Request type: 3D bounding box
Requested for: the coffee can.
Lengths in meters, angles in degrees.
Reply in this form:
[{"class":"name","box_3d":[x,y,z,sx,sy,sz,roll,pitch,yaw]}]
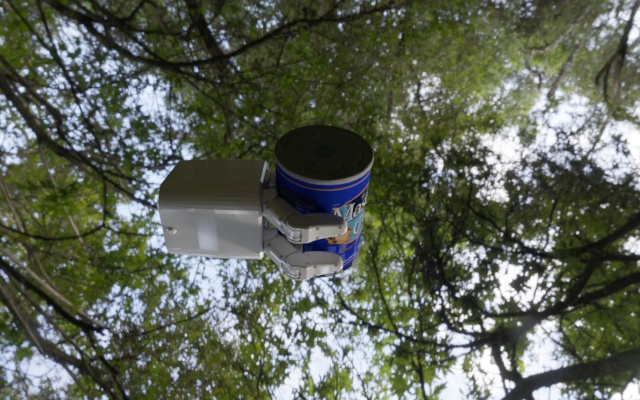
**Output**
[{"class":"coffee can","box_3d":[0.000,0.002,0.536,0.103,0.140,0.102,2,39,-2]}]
